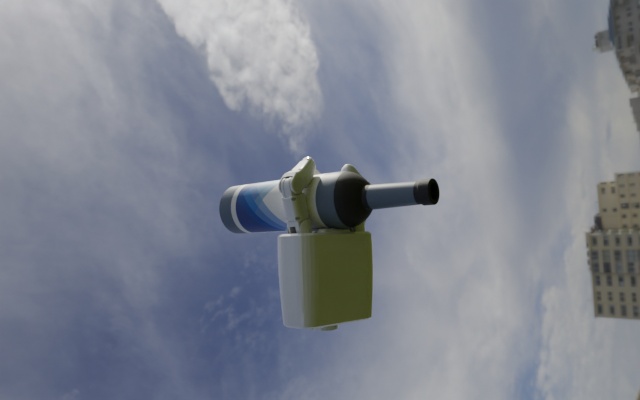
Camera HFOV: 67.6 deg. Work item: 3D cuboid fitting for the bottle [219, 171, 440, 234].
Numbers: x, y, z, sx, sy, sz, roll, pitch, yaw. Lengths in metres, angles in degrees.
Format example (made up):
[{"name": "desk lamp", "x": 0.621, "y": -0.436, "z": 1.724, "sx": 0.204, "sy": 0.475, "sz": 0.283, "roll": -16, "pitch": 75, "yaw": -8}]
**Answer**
[{"name": "bottle", "x": 0.000, "y": 0.002, "z": 0.576, "sx": 0.296, "sy": 0.069, "sz": 0.069, "roll": -5, "pitch": -3, "yaw": 38}]
